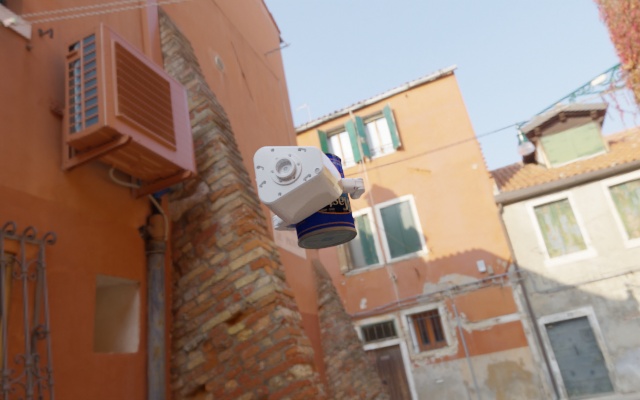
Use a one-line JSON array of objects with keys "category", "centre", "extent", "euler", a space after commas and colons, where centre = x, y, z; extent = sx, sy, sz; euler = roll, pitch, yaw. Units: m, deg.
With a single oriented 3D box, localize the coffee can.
[{"category": "coffee can", "centre": [0.000, 0.003, 0.828], "extent": [0.103, 0.140, 0.103], "euler": [-10, -20, -3]}]
